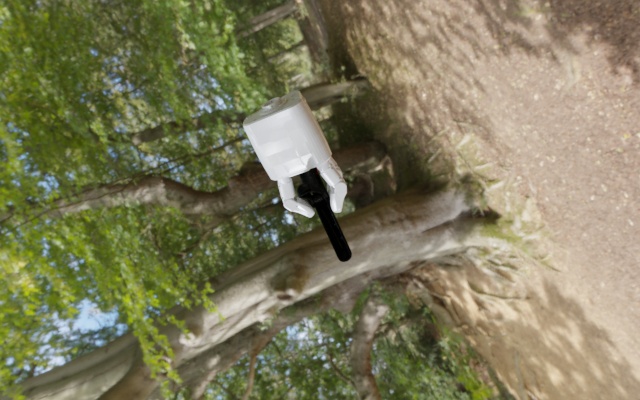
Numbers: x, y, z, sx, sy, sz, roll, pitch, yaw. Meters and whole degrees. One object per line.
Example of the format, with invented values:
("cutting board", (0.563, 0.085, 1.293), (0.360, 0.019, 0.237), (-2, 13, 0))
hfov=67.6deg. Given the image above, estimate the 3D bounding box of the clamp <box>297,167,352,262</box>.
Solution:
("clamp", (-0.001, 0.003, 0.837), (0.036, 0.165, 0.210), (-26, 25, 7))
